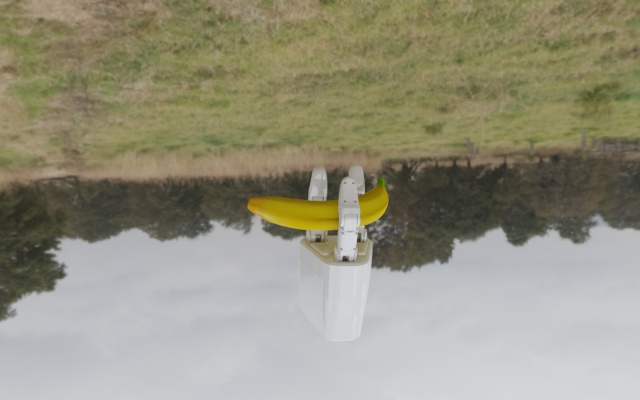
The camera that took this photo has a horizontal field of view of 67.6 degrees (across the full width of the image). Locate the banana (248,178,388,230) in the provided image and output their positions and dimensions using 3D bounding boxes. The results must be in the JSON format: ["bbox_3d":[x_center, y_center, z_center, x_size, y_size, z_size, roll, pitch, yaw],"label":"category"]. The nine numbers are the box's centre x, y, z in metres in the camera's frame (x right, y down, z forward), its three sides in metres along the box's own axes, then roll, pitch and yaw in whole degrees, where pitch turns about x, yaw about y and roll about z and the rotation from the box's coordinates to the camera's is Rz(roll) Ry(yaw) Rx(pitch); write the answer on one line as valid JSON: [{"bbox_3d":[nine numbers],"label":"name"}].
[{"bbox_3d":[0.011,0.010,0.597,0.198,0.037,0.069,-8,31,-26],"label":"banana"}]
